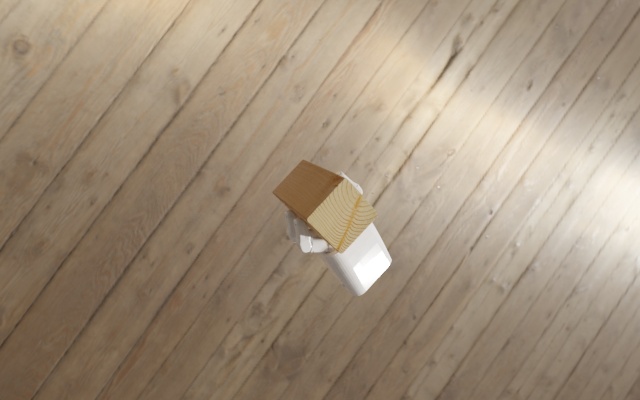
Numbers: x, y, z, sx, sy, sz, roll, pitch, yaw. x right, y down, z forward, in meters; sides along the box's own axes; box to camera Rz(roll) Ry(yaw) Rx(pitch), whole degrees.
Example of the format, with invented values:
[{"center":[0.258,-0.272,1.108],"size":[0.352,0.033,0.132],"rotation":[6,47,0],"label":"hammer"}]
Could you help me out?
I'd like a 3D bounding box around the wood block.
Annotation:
[{"center":[0.001,0.003,0.832],"size":[0.090,0.091,0.206],"rotation":[46,-6,-24],"label":"wood block"}]
